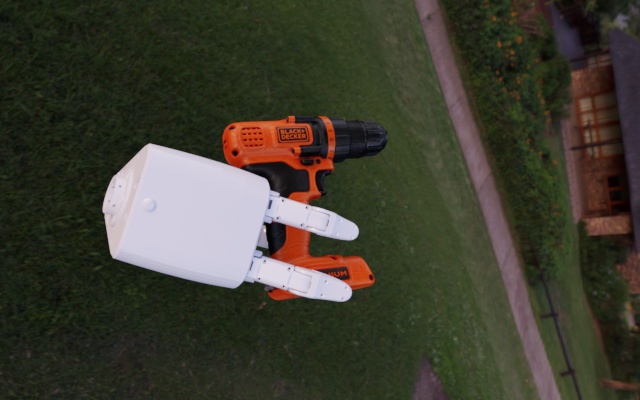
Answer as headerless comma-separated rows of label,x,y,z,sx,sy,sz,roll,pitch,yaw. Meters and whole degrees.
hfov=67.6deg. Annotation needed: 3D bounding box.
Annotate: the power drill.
power drill,0.000,0.002,0.498,0.184,0.187,0.057,-6,-15,-20
